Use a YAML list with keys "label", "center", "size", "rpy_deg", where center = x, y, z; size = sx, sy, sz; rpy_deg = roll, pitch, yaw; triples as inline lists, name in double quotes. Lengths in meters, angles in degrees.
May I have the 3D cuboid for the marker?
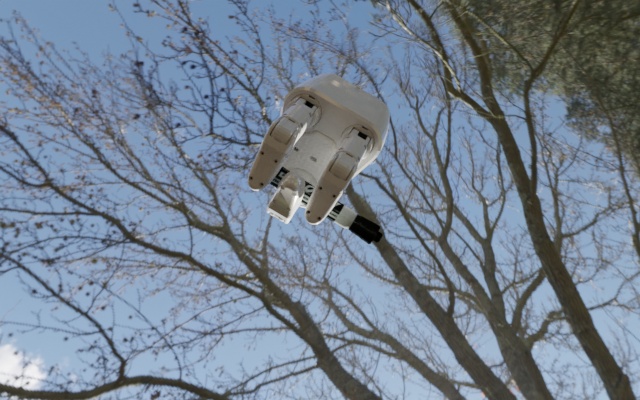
- label: "marker"
  center: [0.000, 0.001, 0.411]
  size: [0.121, 0.020, 0.020]
  rpy_deg: [31, 0, 0]
